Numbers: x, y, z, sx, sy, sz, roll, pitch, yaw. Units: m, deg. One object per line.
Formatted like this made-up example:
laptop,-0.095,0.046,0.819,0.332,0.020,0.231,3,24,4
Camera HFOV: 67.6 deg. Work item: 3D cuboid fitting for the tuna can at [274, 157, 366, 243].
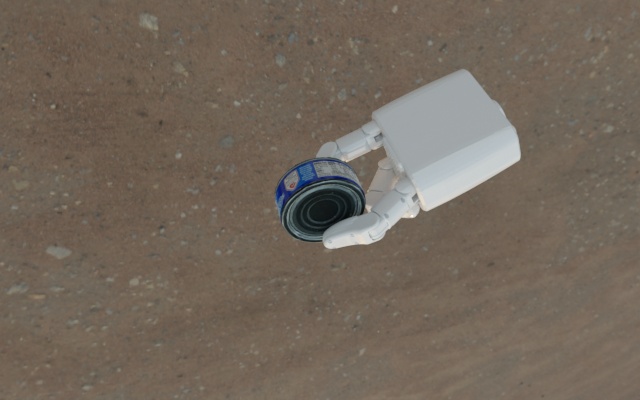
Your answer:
tuna can,0.000,0.002,0.464,0.086,0.086,0.033,0,43,-19
